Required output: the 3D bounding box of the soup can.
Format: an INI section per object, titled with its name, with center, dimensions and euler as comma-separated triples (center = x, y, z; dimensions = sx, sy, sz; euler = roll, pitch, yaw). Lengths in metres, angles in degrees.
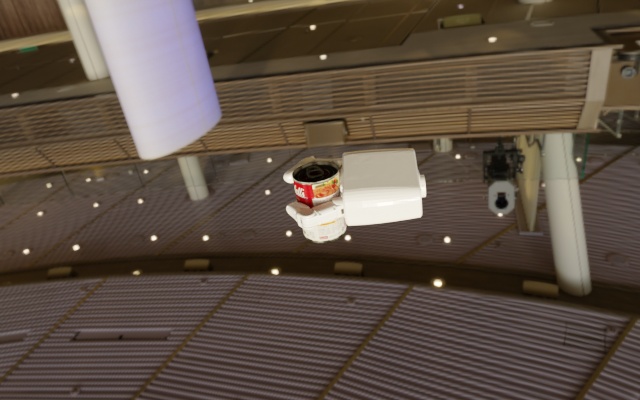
[soup can]
center = 0.000, 0.003, 0.701
dimensions = 0.068, 0.102, 0.068
euler = -7, 29, 4
